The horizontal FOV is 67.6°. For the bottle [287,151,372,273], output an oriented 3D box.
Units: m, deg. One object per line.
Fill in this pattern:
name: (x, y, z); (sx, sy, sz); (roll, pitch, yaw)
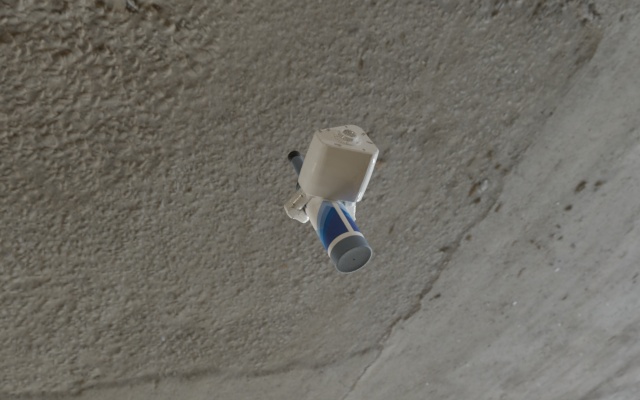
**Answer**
bottle: (0.000, 0.003, 0.882); (0.069, 0.069, 0.295); (0, 40, -30)
